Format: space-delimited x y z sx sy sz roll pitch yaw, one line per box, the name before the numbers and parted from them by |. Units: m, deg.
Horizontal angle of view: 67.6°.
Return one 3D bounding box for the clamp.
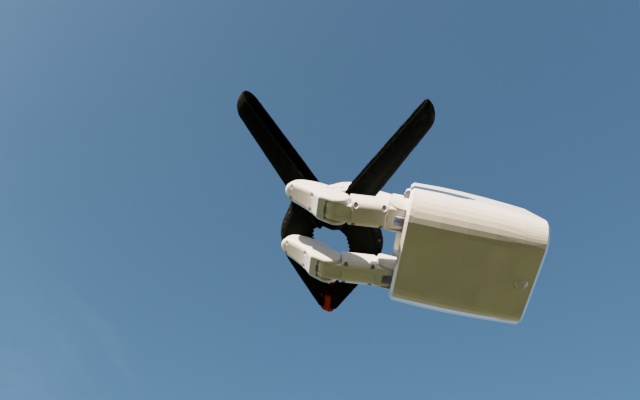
clamp | 0.000 0.002 0.427 0.164 0.210 0.036 12 25 12
